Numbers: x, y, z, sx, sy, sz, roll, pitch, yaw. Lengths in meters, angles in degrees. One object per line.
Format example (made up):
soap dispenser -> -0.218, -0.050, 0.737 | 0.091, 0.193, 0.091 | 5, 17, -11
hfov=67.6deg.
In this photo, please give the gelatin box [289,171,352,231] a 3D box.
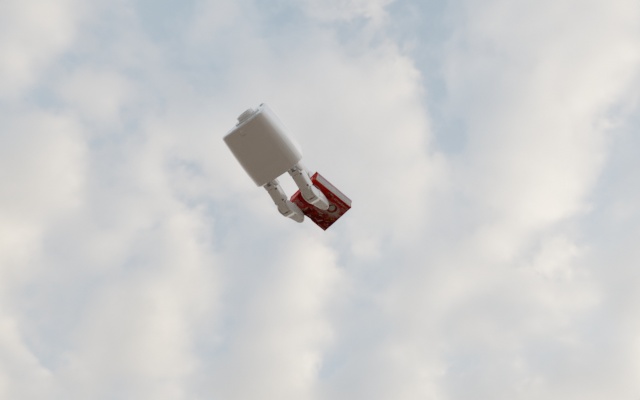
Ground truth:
gelatin box -> 0.000, 0.003, 0.862 | 0.089, 0.073, 0.030 | 39, 28, -16
